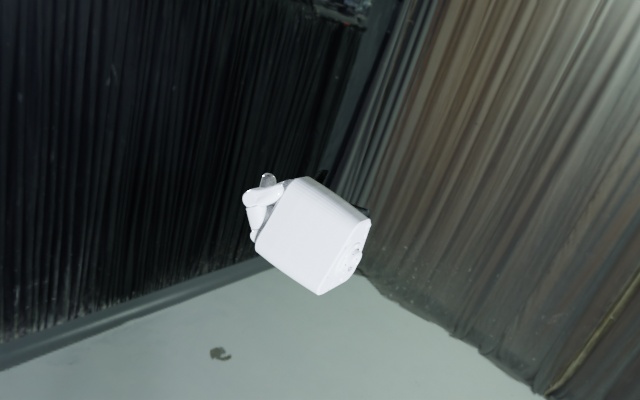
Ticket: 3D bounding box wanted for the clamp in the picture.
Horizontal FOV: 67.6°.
[{"bbox_3d":[0.000,0.002,0.718,0.120,0.039,0.171,36,29,23],"label":"clamp"}]
